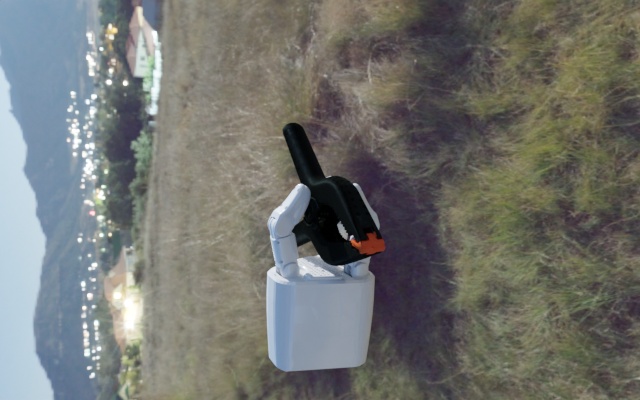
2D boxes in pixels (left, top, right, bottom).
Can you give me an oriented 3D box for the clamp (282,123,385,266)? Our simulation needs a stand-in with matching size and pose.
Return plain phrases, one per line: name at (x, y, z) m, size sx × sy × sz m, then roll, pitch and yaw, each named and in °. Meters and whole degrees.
clamp at (0.000, 0.002, 0.522) m, size 0.036 × 0.164 × 0.210 m, roll -5°, pitch 14°, yaw -27°
